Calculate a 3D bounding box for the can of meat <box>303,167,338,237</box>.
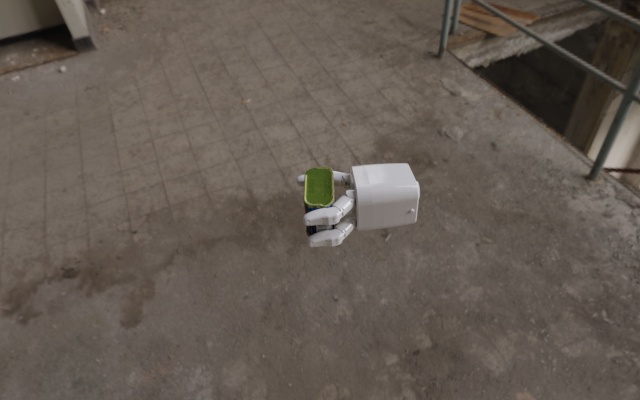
[{"bbox_3d":[0.000,0.002,0.842,0.057,0.102,0.084,-3,-44,3],"label":"can of meat"}]
